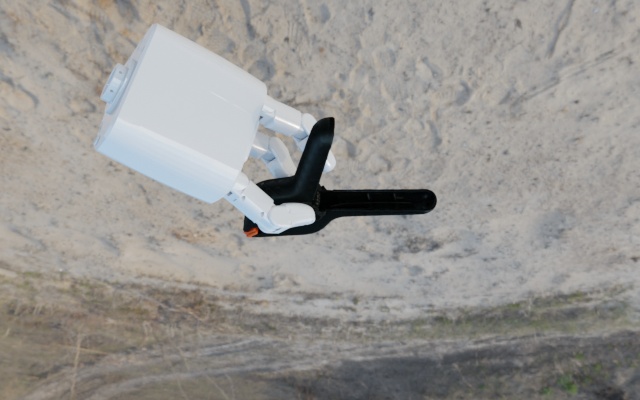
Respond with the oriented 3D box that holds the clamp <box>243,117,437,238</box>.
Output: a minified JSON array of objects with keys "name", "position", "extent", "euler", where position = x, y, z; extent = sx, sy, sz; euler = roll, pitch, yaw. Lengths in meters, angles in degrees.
[{"name":"clamp","position":[-0.001,0.002,0.489],"extent":[0.164,0.036,0.210],"euler":[26,-36,-32]}]
